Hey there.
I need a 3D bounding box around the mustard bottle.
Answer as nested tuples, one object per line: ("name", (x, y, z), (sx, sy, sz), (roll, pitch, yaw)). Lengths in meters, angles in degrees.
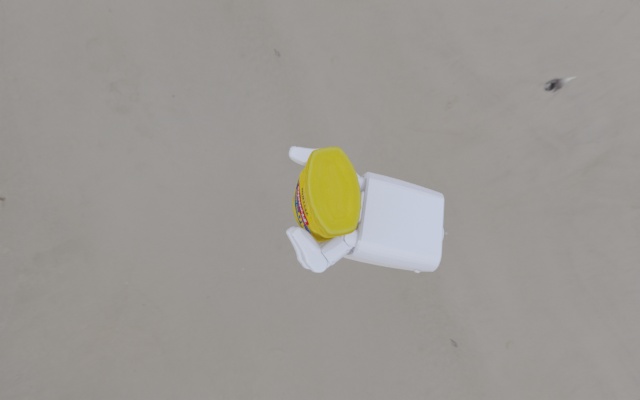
("mustard bottle", (0.000, 0.002, 0.591), (0.058, 0.096, 0.191), (-11, -6, -10))
